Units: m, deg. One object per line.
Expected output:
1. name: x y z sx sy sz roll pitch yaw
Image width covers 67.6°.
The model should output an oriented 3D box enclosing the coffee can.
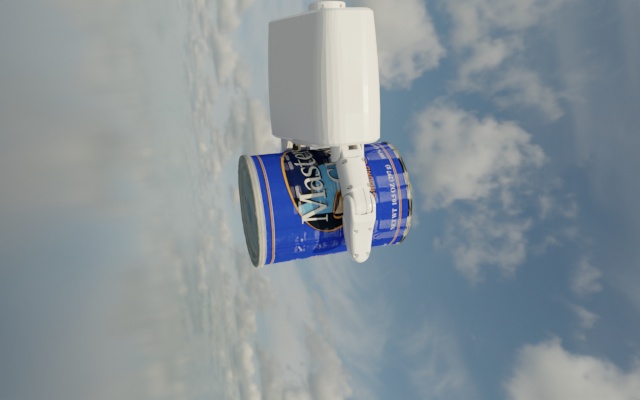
1. coffee can: 0.000 0.002 0.452 0.140 0.103 0.103 -7 2 -16
